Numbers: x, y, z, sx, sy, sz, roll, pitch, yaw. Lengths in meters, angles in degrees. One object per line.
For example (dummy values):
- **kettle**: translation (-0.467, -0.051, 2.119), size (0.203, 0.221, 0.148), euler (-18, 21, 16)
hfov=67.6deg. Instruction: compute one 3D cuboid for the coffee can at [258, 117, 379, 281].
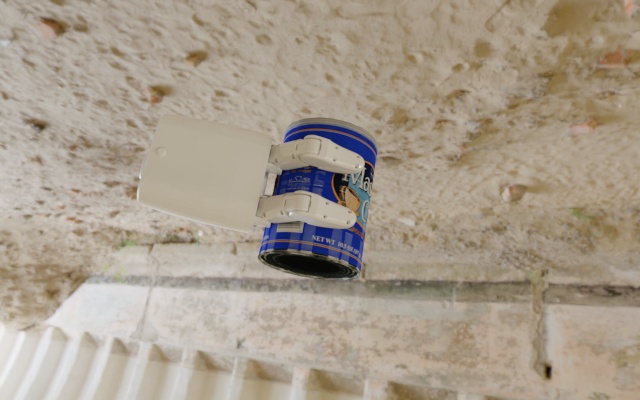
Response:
- **coffee can**: translation (0.000, 0.002, 0.491), size (0.103, 0.140, 0.103), euler (9, -20, 3)
